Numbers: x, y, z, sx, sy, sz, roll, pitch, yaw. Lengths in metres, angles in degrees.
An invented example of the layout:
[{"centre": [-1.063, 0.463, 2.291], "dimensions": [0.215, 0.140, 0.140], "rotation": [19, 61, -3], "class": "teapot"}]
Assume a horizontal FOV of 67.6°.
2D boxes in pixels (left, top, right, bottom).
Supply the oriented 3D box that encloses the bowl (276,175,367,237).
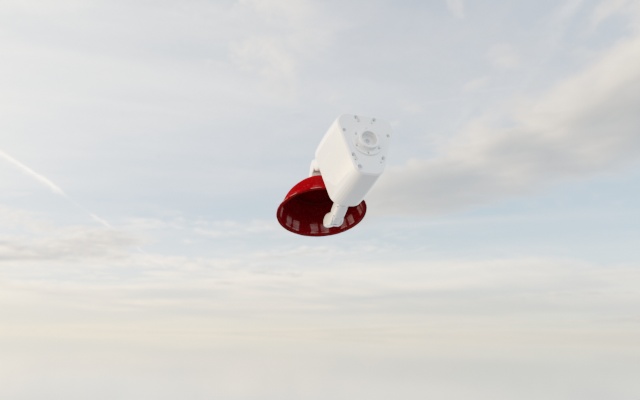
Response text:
[{"centre": [-0.001, 0.003, 0.863], "dimensions": [0.162, 0.055, 0.162], "rotation": [-4, -35, -3], "class": "bowl"}]
